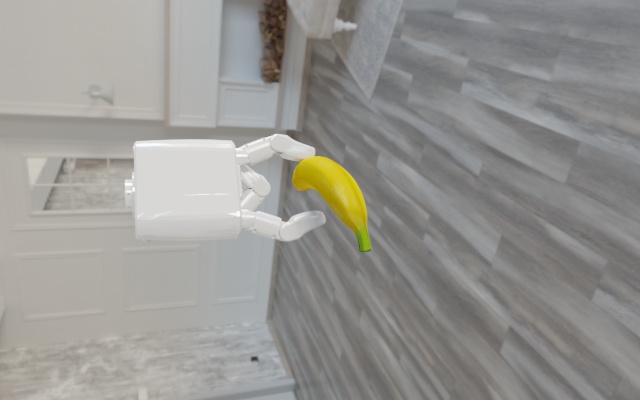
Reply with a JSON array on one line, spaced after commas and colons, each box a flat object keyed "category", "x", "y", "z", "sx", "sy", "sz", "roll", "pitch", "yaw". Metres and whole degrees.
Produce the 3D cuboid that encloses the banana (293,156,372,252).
[{"category": "banana", "x": 0.003, "y": -0.014, "z": 0.531, "sx": 0.037, "sy": 0.070, "sz": 0.197, "roll": -1, "pitch": 22, "yaw": -21}]
